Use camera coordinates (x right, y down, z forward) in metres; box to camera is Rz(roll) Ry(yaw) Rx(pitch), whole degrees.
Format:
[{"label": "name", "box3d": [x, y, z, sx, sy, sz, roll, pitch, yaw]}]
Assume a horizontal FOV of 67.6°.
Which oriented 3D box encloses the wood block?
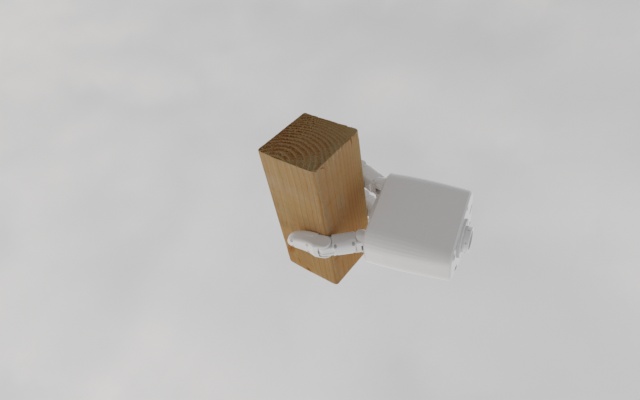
[{"label": "wood block", "box3d": [0.000, 0.002, 0.634, 0.090, 0.206, 0.090, 23, 53, 32]}]
